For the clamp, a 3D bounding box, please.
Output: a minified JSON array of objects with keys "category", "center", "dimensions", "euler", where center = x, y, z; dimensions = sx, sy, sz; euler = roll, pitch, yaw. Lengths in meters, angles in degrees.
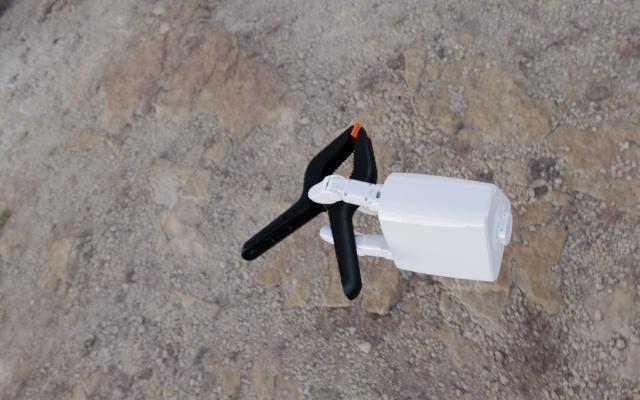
[{"category":"clamp","center":[0.000,0.001,0.565],"dimensions":[0.164,0.210,0.036],"euler":[7,-23,31]}]
